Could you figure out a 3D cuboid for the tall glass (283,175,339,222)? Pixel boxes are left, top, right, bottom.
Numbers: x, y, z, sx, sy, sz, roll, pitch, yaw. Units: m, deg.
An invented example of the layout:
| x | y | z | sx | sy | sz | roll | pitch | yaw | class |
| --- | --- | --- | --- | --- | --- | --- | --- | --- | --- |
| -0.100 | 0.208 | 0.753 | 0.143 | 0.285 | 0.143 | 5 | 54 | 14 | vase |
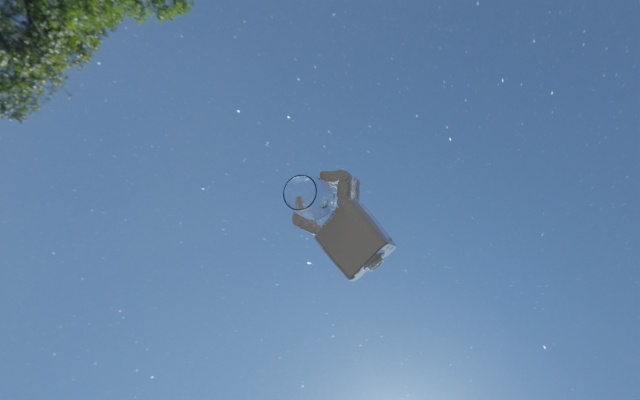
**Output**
| x | y | z | sx | sy | sz | roll | pitch | yaw | class |
| --- | --- | --- | --- | --- | --- | --- | --- | --- | --- |
| 0.000 | 0.003 | 0.891 | 0.079 | 0.079 | 0.201 | 0 | -10 | 21 | tall glass |
